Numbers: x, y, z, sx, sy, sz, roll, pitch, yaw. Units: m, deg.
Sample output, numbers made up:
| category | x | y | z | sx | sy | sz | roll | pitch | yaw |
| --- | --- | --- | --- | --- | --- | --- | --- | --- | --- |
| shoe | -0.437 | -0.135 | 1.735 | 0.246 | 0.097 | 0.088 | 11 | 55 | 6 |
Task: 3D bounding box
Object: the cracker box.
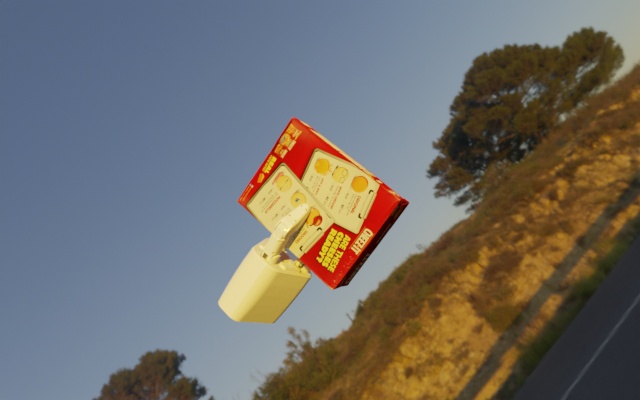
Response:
| category | x | y | z | sx | sy | sz | roll | pitch | yaw |
| --- | --- | --- | --- | --- | --- | --- | --- | --- | --- |
| cracker box | 0.000 | 0.002 | 0.728 | 0.213 | 0.164 | 0.072 | 40 | 13 | 21 |
